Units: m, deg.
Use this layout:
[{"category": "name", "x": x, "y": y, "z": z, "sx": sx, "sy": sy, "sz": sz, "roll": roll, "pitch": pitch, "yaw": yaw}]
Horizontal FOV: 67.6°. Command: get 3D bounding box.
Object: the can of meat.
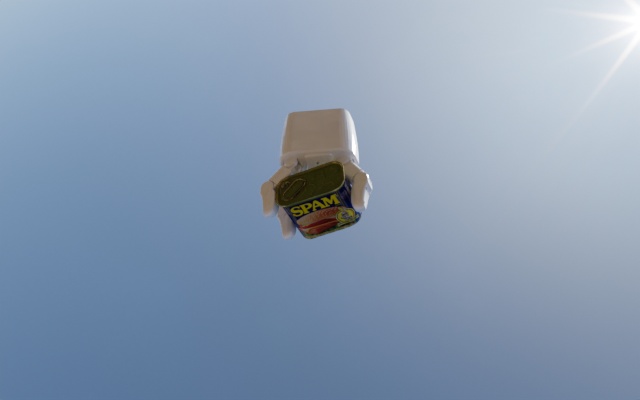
[{"category": "can of meat", "x": 0.000, "y": 0.002, "z": 0.676, "sx": 0.102, "sy": 0.057, "sz": 0.084, "roll": -18, "pitch": -45, "yaw": 14}]
